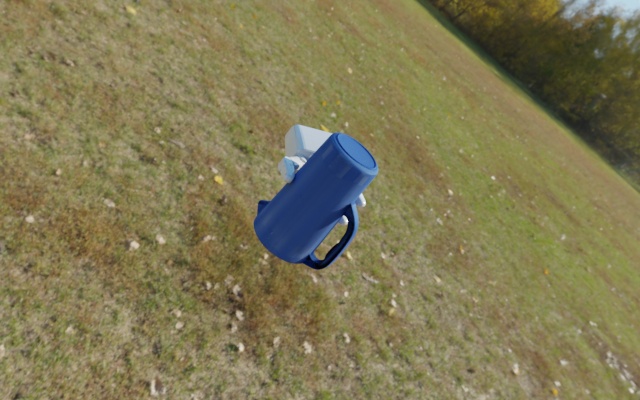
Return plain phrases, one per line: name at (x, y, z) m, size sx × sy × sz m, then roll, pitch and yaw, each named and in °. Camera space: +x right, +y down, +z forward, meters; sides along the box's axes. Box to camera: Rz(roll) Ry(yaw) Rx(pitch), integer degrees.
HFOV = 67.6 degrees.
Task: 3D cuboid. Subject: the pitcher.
pitcher at (0.000, 0.003, 0.886) m, size 0.149 × 0.243 × 0.145 m, roll 27°, pitch 29°, yaw -26°
